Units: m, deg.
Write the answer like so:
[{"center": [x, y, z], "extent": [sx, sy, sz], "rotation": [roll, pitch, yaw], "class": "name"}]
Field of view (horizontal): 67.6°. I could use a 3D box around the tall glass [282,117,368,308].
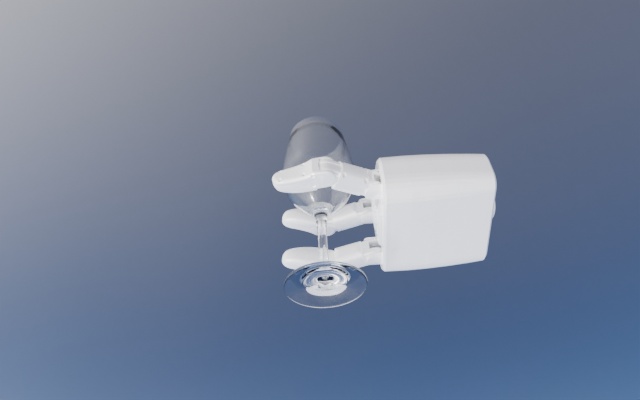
[{"center": [0.000, 0.002, 0.484], "extent": [0.079, 0.200, 0.079], "rotation": [-2, -42, -2], "class": "tall glass"}]
